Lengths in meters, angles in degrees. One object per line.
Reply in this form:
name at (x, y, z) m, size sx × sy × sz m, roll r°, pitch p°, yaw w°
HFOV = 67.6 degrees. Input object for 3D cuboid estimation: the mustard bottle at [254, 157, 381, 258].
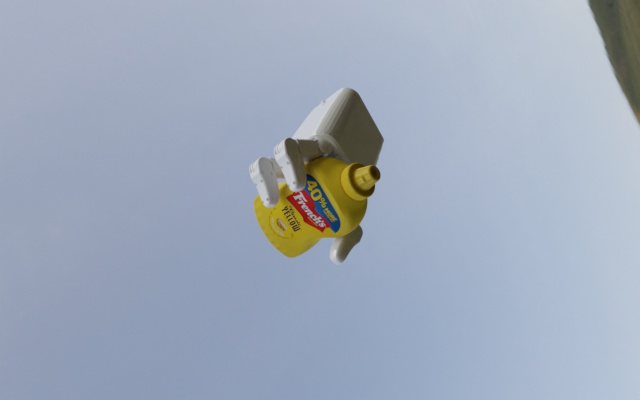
mustard bottle at (0.000, 0.002, 0.573) m, size 0.192 × 0.096 × 0.058 m, roll -28°, pitch 2°, yaw 46°
